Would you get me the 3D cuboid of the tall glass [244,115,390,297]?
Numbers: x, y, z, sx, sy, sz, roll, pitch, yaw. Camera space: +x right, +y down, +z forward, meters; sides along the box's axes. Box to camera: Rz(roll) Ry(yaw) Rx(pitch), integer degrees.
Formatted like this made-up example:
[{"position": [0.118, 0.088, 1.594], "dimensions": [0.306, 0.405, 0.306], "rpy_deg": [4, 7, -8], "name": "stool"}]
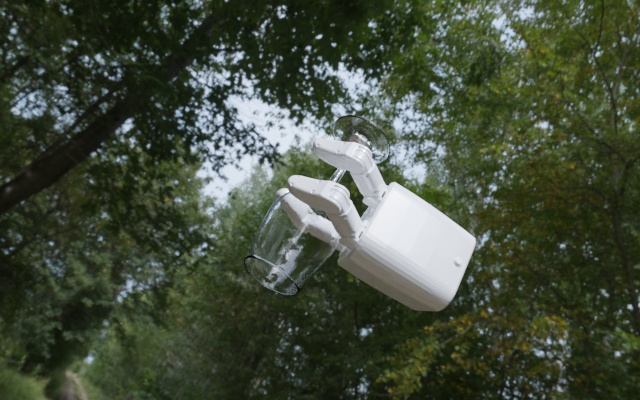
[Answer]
[{"position": [0.000, 0.001, 0.502], "dimensions": [0.079, 0.201, 0.079], "rpy_deg": [24, -32, 16], "name": "tall glass"}]
